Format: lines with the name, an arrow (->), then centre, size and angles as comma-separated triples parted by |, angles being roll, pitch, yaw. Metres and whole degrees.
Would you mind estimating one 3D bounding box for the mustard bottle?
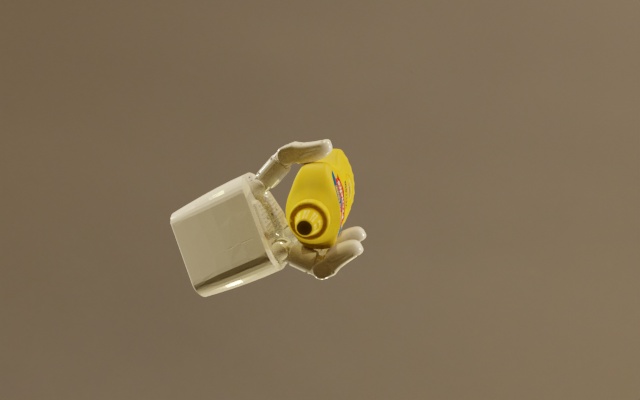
mustard bottle -> 0.000, 0.002, 0.540 | 0.058, 0.096, 0.191 | 0, 15, 10
